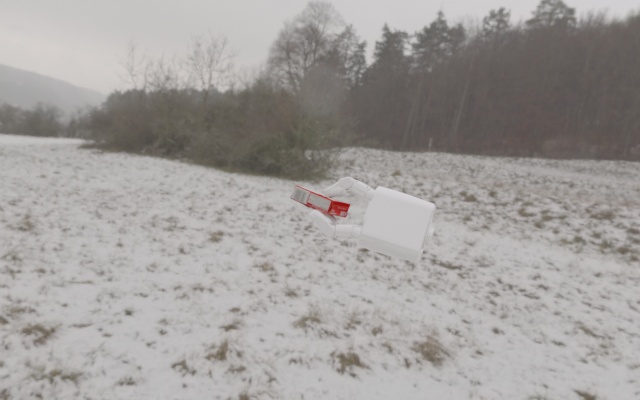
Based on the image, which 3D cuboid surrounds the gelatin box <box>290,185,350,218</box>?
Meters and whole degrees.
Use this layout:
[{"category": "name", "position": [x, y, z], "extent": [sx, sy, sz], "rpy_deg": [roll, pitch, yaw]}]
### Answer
[{"category": "gelatin box", "position": [0.000, 0.002, 0.889], "extent": [0.089, 0.030, 0.073], "rpy_deg": [23, 5, 29]}]
